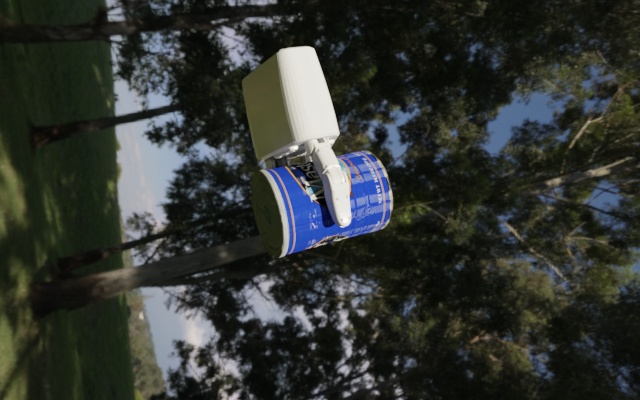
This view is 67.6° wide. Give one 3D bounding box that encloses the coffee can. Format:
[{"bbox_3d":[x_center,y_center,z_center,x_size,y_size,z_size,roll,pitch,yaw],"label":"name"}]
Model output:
[{"bbox_3d":[0.000,0.002,0.573,0.140,0.103,0.103,-13,5,-23],"label":"coffee can"}]
